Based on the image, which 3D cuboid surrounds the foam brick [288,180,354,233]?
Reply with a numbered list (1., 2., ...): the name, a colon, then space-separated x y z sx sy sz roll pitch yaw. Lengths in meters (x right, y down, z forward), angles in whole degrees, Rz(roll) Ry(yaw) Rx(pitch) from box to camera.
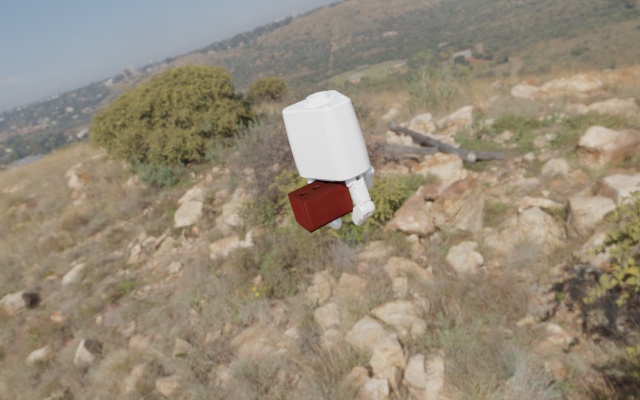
1. foam brick: 0.000 0.003 0.706 0.078 0.051 0.053 -27 27 -21
